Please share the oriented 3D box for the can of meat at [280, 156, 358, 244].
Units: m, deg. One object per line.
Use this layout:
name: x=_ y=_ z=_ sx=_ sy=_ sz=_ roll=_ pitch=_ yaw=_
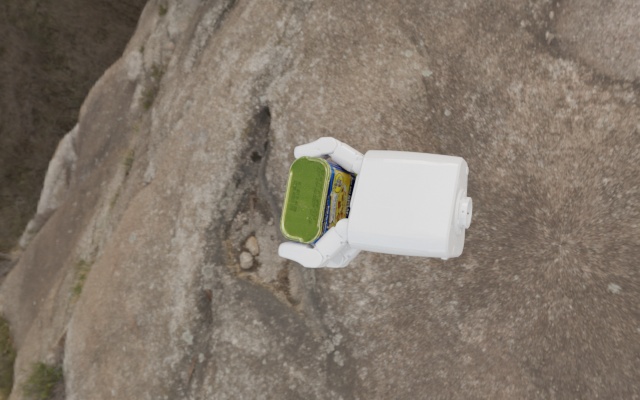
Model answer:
can of meat: x=0.000 y=0.002 z=0.564 sx=0.057 sy=0.102 sz=0.084 roll=9 pitch=-1 yaw=26
